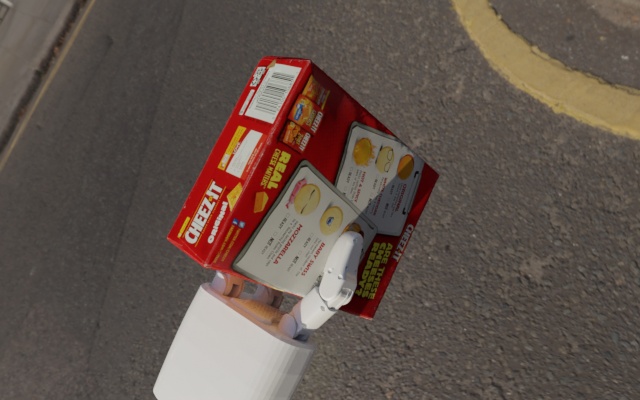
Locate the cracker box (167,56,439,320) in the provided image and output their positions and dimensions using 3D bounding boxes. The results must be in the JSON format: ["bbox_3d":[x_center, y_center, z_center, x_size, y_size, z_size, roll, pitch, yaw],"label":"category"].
[{"bbox_3d":[0.000,0.001,0.423,0.072,0.164,0.214,23,-4,44],"label":"cracker box"}]
